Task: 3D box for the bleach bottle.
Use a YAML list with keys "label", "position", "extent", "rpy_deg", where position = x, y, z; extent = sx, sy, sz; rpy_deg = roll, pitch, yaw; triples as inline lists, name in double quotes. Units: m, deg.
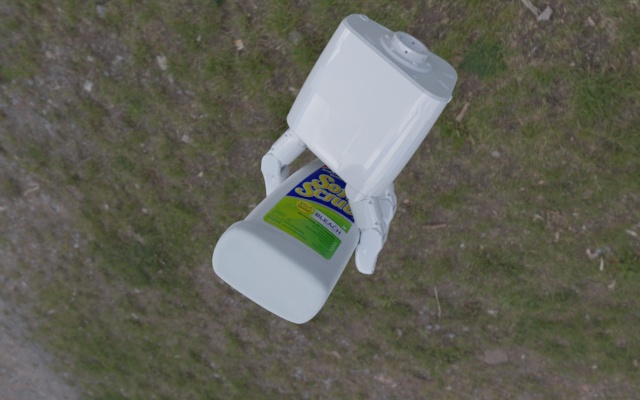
- label: "bleach bottle"
  position: [0.000, 0.002, 0.478]
  extent: [0.102, 0.068, 0.250]
  rpy_deg: [33, 37, 0]
